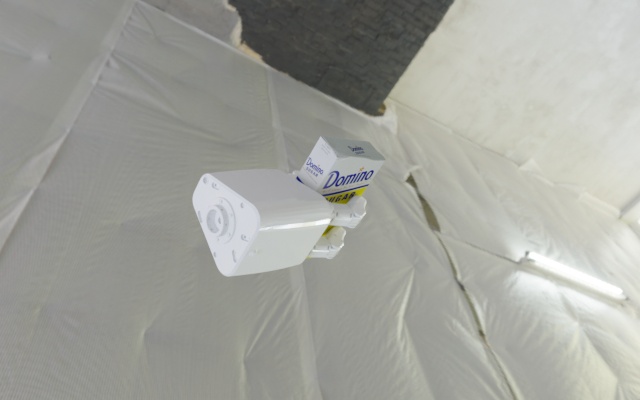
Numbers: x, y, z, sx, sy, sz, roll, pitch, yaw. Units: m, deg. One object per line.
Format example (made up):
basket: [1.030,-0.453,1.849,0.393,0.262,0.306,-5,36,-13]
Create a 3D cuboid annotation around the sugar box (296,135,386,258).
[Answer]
sugar box: [0.000,0.002,0.613,0.093,0.176,0.048,-2,45,-46]
